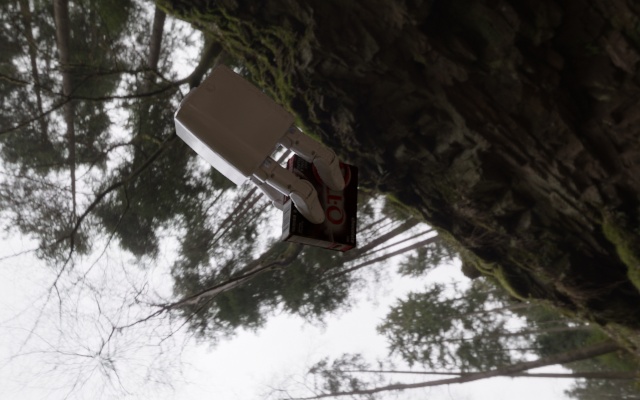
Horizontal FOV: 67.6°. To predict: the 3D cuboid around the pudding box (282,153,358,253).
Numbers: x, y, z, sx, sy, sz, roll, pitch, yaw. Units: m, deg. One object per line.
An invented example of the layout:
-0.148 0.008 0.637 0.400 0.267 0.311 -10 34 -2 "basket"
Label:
0.000 0.002 0.599 0.090 0.113 0.039 12 -22 -21 "pudding box"
